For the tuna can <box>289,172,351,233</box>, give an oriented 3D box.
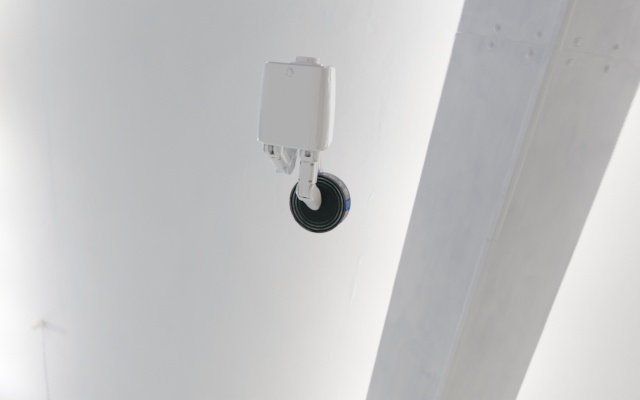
[{"bbox_3d":[0.000,0.002,0.693,0.086,0.086,0.033,0,11,20],"label":"tuna can"}]
